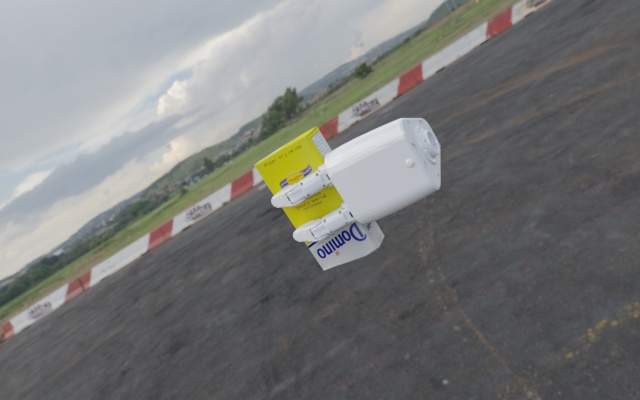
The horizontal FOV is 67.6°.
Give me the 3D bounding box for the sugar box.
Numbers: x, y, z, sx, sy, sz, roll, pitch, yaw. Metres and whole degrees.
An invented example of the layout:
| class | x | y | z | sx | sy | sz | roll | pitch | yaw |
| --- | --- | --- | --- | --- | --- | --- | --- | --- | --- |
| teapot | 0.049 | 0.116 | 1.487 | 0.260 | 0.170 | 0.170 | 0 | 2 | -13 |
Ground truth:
| class | x | y | z | sx | sy | sz | roll | pitch | yaw |
| --- | --- | --- | --- | --- | --- | --- | --- | --- | --- |
| sugar box | 0.000 | 0.002 | 0.632 | 0.093 | 0.176 | 0.048 | -26 | 12 | 31 |
